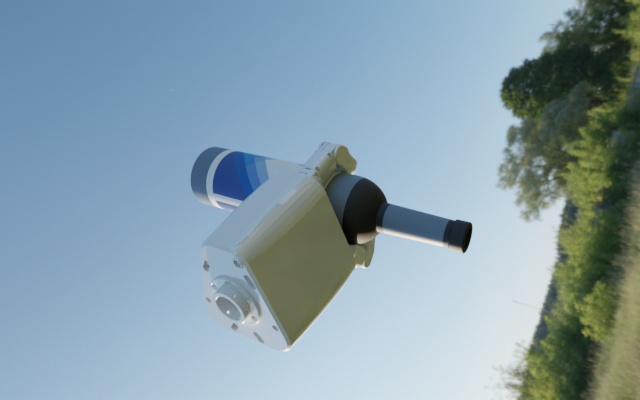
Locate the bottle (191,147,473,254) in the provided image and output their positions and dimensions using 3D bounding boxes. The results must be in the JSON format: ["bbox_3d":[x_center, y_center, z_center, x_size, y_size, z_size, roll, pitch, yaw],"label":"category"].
[{"bbox_3d":[0.000,0.001,0.475,0.295,0.069,0.069,14,7,29],"label":"bottle"}]
